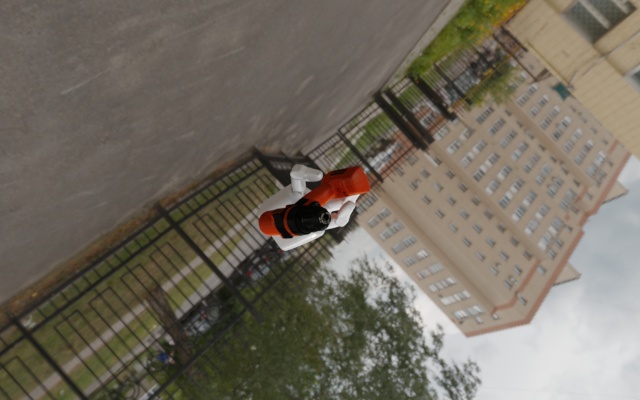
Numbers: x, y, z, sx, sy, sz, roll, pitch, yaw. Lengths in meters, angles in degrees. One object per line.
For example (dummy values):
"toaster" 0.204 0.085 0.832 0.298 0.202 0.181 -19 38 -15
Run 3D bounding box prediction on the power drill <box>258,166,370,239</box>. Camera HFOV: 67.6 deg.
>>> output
"power drill" 0.000 0.003 0.845 0.187 0.057 0.184 -32 16 -35
